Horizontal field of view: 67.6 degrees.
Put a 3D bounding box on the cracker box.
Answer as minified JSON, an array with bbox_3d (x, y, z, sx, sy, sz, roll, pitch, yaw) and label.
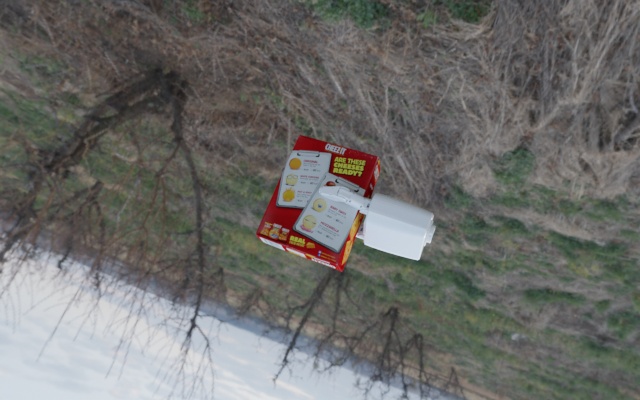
[{"bbox_3d":[0.000,0.003,0.889,0.164,0.213,0.072,18,-16,16],"label":"cracker box"}]
